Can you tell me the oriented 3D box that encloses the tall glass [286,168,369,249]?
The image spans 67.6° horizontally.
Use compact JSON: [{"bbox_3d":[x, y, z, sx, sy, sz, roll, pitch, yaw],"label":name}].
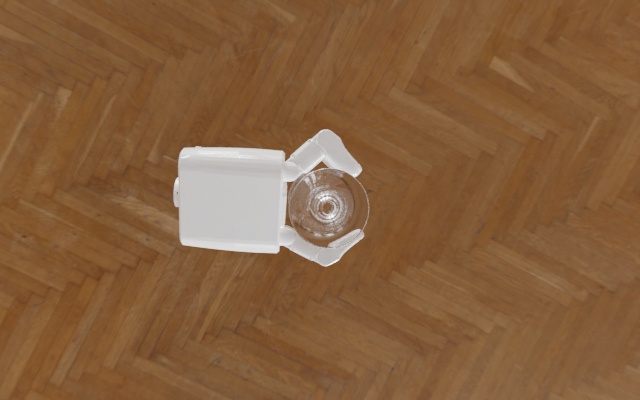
[{"bbox_3d":[0.000,0.002,0.536,0.079,0.079,0.201,0,3,-4],"label":"tall glass"}]
